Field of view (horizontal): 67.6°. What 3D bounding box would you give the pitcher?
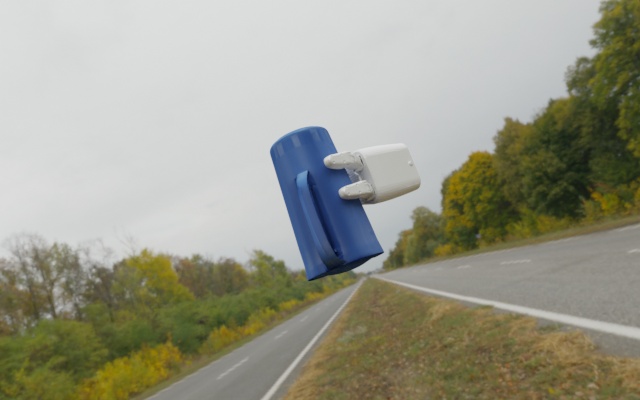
[{"bbox_3d":[0.000,0.003,0.790,0.145,0.242,0.149,-15,-13,-31],"label":"pitcher"}]
